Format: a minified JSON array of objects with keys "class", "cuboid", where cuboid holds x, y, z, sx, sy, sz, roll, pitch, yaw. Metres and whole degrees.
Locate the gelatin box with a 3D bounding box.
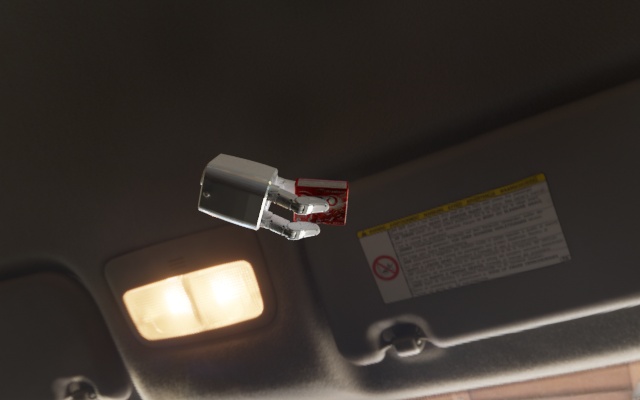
[{"class":"gelatin box","cuboid":[0.000,0.002,0.802,0.089,0.073,0.030,4,32,0]}]
